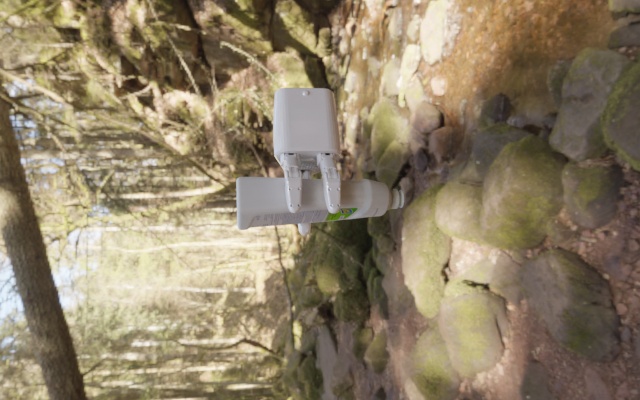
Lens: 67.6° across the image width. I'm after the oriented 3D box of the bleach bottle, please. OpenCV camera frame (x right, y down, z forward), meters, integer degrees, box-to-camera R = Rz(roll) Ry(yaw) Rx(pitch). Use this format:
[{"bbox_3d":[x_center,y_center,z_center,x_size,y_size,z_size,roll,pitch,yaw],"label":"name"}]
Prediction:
[{"bbox_3d":[0.000,0.002,0.725,0.251,0.068,0.102,-1,-17,-10],"label":"bleach bottle"}]
